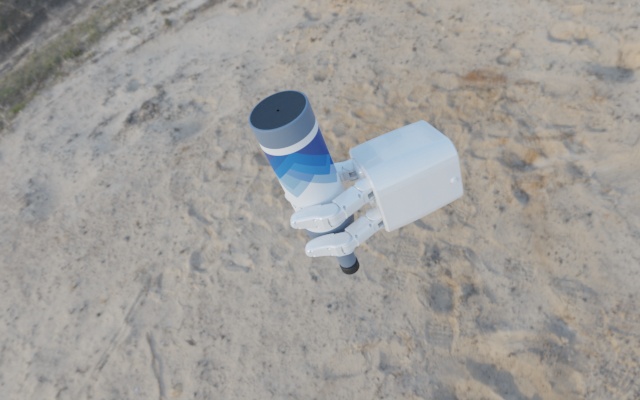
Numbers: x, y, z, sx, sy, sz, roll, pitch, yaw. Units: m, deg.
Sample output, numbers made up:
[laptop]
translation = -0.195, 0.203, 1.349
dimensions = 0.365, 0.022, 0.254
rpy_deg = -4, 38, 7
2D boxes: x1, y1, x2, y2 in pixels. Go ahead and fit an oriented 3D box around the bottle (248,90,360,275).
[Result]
[bottle]
translation = 0.000, 0.002, 0.595
dimensions = 0.069, 0.069, 0.296
rpy_deg = 0, -40, 23
